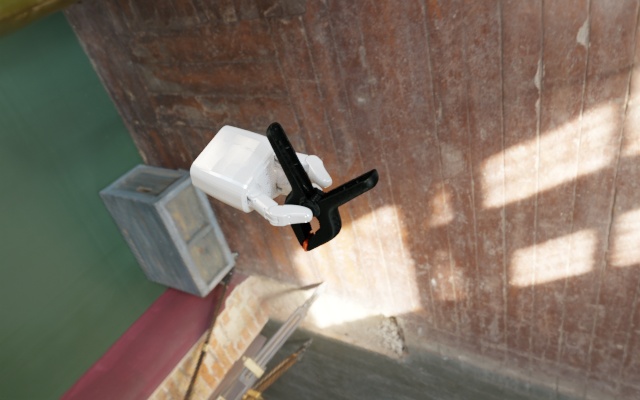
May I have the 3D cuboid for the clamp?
[{"bbox_3d":[-0.001,0.003,0.671,0.164,0.210,0.036,23,48,23],"label":"clamp"}]
